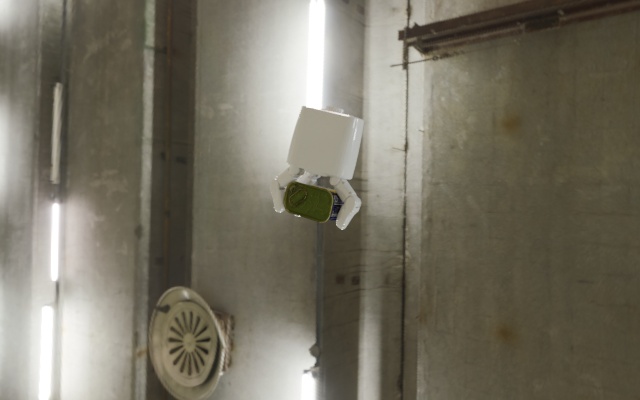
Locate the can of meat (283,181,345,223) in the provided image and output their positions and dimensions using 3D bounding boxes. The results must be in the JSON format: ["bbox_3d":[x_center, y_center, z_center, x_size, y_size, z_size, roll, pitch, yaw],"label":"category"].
[{"bbox_3d":[0.000,0.003,0.853,0.102,0.057,0.084,16,7,33],"label":"can of meat"}]
